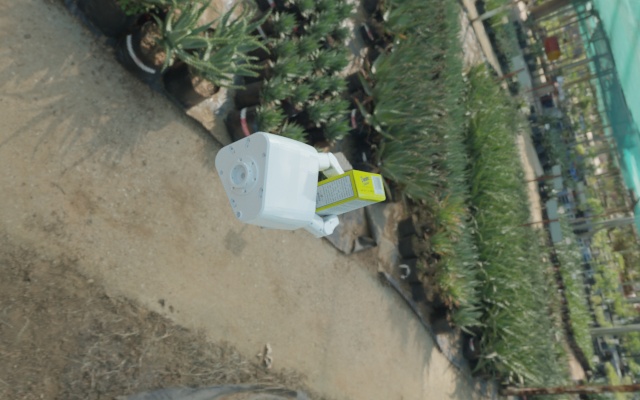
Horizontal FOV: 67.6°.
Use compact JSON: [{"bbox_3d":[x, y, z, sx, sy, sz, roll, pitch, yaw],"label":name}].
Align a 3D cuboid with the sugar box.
[{"bbox_3d":[0.000,0.002,0.723,0.176,0.048,0.093,-16,-11,30],"label":"sugar box"}]
